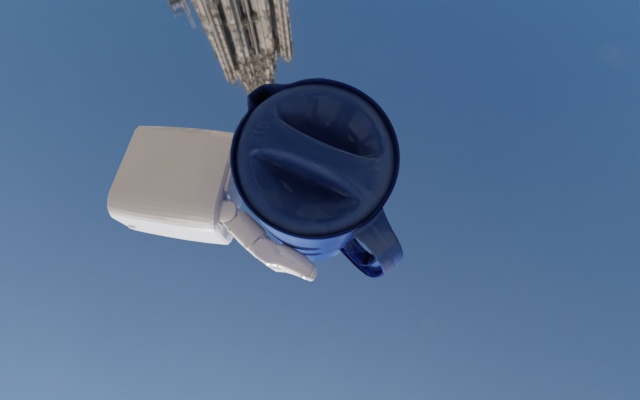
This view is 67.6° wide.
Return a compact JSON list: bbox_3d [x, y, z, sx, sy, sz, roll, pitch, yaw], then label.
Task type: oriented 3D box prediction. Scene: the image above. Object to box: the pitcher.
[{"bbox_3d":[0.000,0.001,0.480,0.145,0.149,0.243,5,-15,1],"label":"pitcher"}]
